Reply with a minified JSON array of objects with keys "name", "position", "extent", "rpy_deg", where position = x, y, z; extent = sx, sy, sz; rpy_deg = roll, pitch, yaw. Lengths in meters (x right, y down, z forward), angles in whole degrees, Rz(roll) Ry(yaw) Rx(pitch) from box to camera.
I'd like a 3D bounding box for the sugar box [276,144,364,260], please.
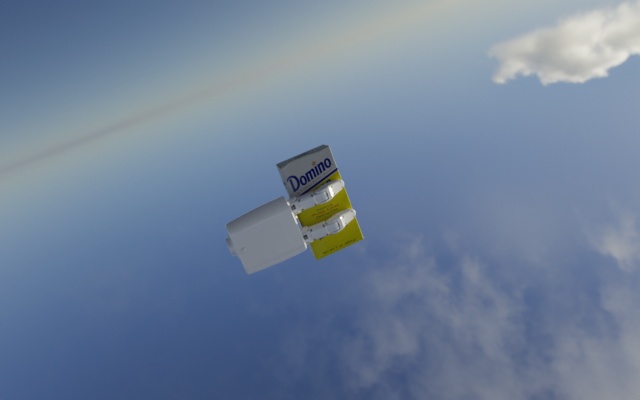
[{"name":"sugar box","position":[0.000,0.003,0.818],"extent":[0.093,0.176,0.048],"rpy_deg":[-25,17,-9]}]
